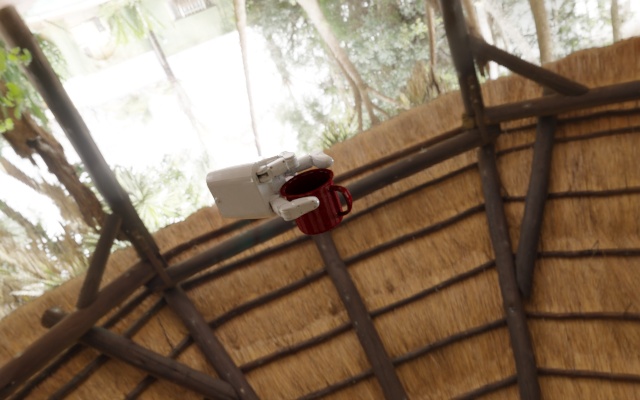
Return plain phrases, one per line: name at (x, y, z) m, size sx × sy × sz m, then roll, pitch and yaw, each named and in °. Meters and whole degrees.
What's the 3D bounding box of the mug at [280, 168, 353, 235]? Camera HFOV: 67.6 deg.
mug at (0.001, 0.003, 0.792) m, size 0.117 × 0.081 × 0.093 m, roll -5°, pitch 30°, yaw 30°
